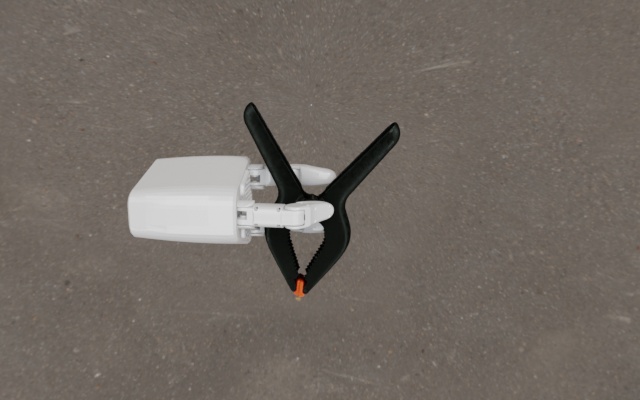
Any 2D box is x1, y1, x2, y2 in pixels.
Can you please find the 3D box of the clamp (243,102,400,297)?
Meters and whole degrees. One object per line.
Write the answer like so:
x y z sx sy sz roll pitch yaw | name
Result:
0.000 0.002 0.517 0.164 0.210 0.036 1 11 2 | clamp
